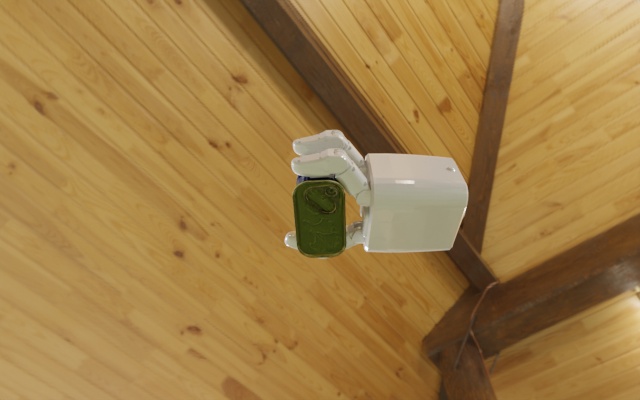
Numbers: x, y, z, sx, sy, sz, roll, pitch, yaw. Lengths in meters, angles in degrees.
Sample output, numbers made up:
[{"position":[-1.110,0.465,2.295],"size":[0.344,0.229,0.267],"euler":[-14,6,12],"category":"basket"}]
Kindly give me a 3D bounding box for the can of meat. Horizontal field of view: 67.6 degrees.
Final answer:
[{"position":[0.000,0.002,0.564],"size":[0.057,0.102,0.084],"euler":[-2,31,2],"category":"can of meat"}]
